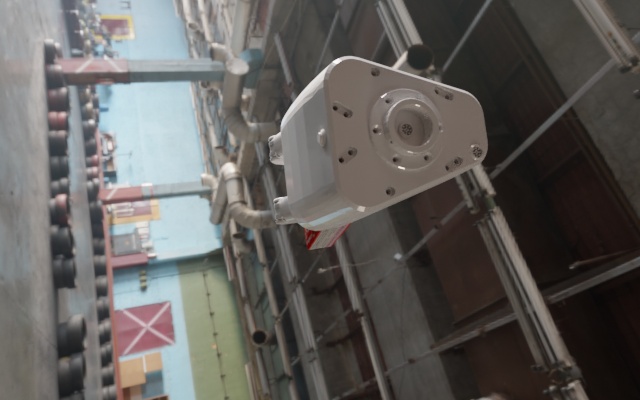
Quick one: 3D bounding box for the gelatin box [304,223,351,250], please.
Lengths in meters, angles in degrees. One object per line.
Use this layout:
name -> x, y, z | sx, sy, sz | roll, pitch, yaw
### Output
gelatin box -> 0.000, 0.002, 0.467 | 0.030, 0.073, 0.089 | -7, -18, -14
